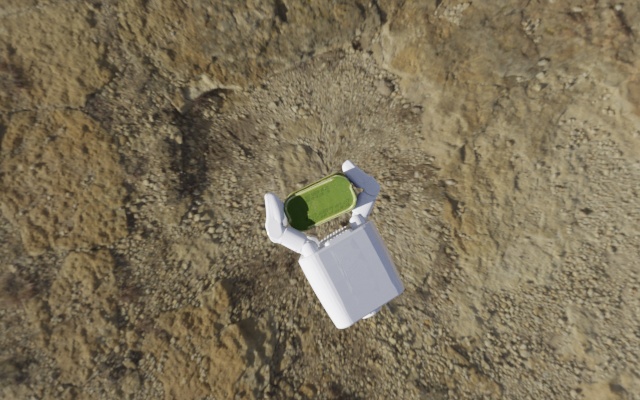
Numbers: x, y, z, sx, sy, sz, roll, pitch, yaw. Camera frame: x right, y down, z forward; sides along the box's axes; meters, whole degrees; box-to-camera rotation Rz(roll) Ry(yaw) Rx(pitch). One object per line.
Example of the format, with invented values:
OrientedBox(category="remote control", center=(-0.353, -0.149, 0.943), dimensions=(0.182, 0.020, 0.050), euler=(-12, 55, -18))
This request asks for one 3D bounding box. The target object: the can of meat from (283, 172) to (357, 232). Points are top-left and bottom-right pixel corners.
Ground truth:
OrientedBox(category="can of meat", center=(0.000, 0.002, 0.660), dimensions=(0.102, 0.057, 0.084), euler=(-25, 3, 2))
